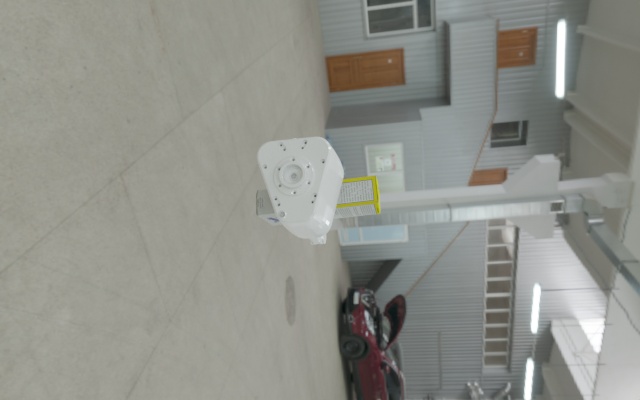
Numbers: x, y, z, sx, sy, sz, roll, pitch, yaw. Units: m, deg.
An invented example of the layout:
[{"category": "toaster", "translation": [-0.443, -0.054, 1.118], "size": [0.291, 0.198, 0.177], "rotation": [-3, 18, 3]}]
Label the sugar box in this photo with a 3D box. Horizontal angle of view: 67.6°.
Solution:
[{"category": "sugar box", "translation": [0.000, 0.002, 0.716], "size": [0.176, 0.048, 0.093], "rotation": [-4, -13, 8]}]
